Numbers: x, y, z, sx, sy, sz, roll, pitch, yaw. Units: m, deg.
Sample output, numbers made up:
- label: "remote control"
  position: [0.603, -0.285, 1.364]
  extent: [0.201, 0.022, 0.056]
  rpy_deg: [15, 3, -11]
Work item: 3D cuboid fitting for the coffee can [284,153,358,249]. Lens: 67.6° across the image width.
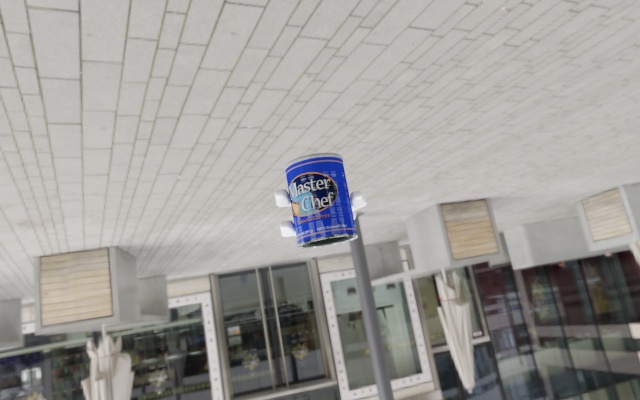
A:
- label: "coffee can"
  position: [0.000, 0.002, 0.806]
  extent: [0.103, 0.140, 0.103]
  rpy_deg: [-10, -12, -2]
